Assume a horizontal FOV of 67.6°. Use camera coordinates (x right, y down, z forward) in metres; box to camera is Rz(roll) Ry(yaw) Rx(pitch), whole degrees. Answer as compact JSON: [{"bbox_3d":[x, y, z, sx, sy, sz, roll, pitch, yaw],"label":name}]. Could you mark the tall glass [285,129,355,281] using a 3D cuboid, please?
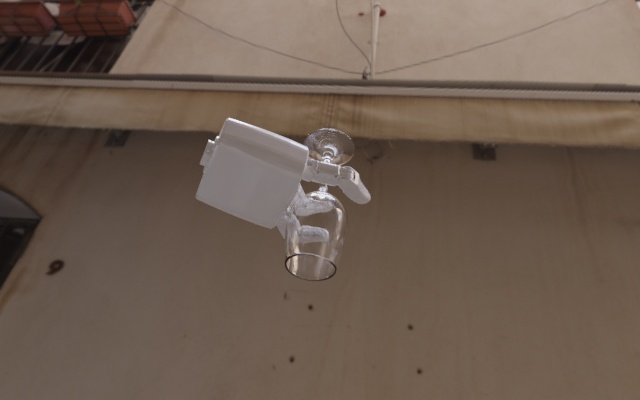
[{"bbox_3d":[0.000,0.002,0.621,0.079,0.201,0.079,5,-38,4],"label":"tall glass"}]
